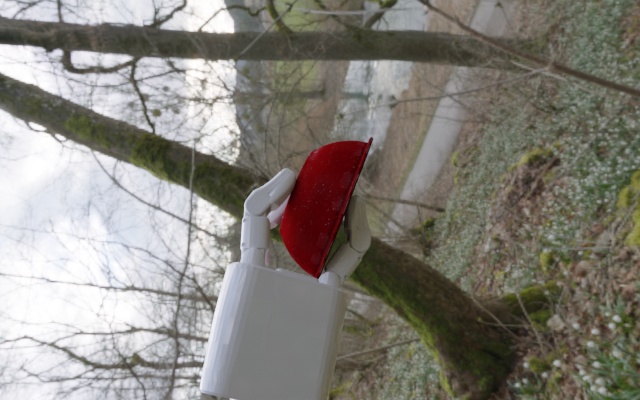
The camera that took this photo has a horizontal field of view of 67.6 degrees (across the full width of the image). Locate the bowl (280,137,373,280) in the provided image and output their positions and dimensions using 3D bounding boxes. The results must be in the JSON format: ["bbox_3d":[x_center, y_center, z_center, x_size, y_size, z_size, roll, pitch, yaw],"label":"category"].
[{"bbox_3d":[0.000,0.000,0.492,0.055,0.162,0.162,22,1,3],"label":"bowl"}]
